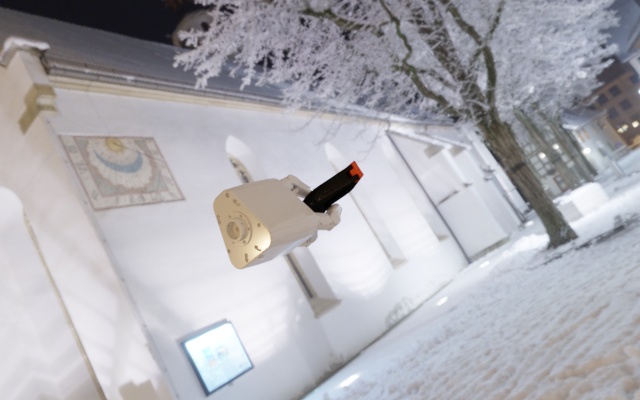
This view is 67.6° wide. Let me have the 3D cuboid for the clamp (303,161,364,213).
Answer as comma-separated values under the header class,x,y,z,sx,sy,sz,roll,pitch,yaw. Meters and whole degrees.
class,x,y,z,sx,sy,sz,roll,pitch,yaw
clamp,0.000,0.002,0.794,0.210,0.036,0.164,-39,-11,32
